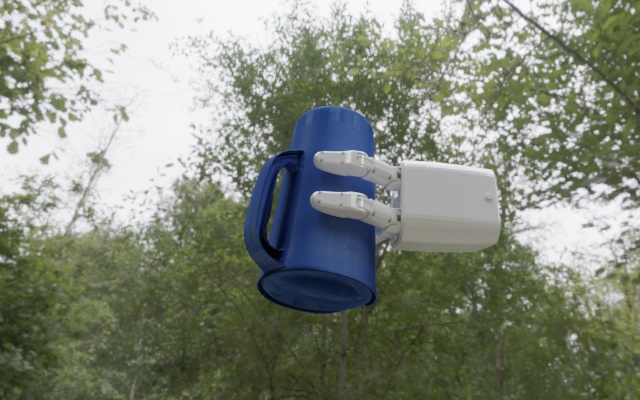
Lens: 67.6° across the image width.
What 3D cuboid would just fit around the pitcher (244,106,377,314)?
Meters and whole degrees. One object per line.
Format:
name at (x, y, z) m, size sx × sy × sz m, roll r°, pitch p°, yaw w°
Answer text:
pitcher at (0.000, 0.002, 0.578) m, size 0.145 × 0.242 × 0.149 m, roll 5°, pitch -31°, yaw 2°
